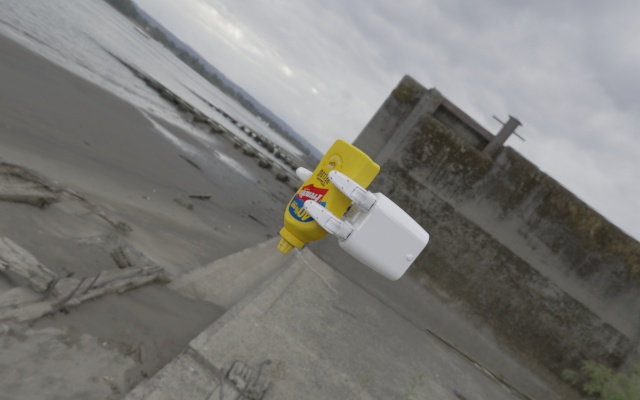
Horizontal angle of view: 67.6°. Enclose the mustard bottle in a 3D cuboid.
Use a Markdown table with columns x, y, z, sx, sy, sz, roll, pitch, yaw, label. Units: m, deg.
| x | y | z | sx | sy | sz | roll | pitch | yaw | label |
| --- | --- | --- | --- | --- | --- | --- | --- | --- | --- |
| 0.000 | 0.002 | 0.721 | 0.058 | 0.191 | 0.096 | 35 | 4 | -40 | mustard bottle |
